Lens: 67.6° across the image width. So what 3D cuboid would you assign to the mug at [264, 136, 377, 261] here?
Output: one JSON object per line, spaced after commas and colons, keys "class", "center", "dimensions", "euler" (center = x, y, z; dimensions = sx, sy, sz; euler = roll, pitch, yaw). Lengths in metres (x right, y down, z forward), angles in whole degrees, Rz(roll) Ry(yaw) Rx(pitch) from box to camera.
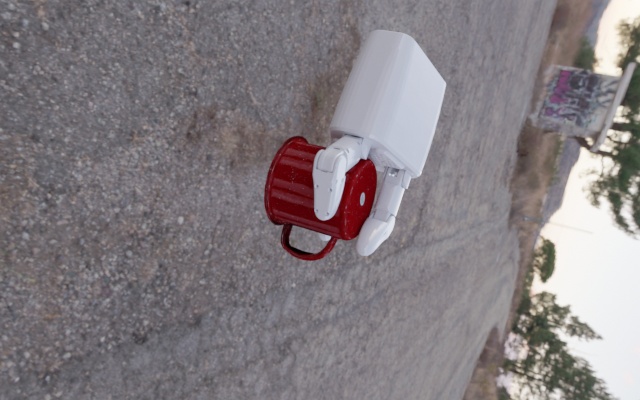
{"class": "mug", "center": [0.000, 0.003, 0.463], "dimensions": [0.081, 0.117, 0.093], "euler": [16, -10, 23]}
